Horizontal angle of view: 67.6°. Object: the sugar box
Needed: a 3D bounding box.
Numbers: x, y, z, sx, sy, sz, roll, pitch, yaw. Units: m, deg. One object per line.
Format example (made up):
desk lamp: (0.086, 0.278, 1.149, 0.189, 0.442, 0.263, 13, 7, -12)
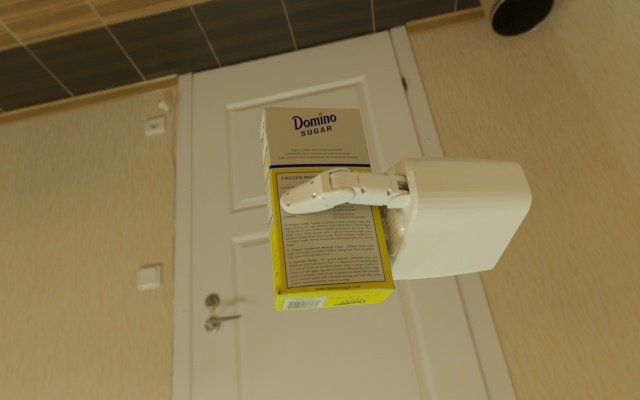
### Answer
sugar box: (0.000, 0.002, 0.416, 0.093, 0.176, 0.048, -1, -29, -13)
